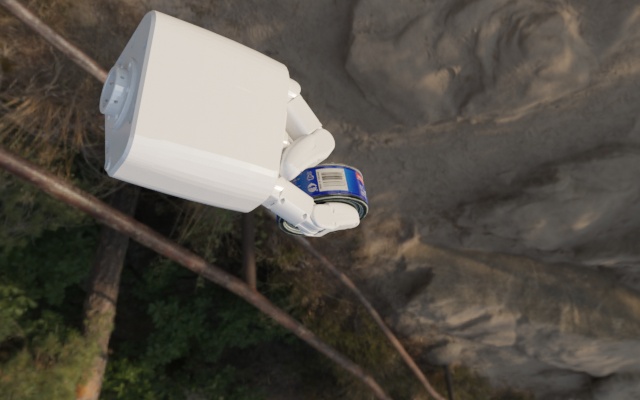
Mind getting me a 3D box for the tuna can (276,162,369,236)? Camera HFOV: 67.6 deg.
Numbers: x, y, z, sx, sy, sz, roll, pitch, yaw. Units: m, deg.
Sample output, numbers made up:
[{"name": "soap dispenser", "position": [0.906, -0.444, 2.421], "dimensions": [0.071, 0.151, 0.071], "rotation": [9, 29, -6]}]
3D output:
[{"name": "tuna can", "position": [0.000, 0.002, 0.437], "dimensions": [0.086, 0.033, 0.086], "rotation": [-9, -26, -4]}]
